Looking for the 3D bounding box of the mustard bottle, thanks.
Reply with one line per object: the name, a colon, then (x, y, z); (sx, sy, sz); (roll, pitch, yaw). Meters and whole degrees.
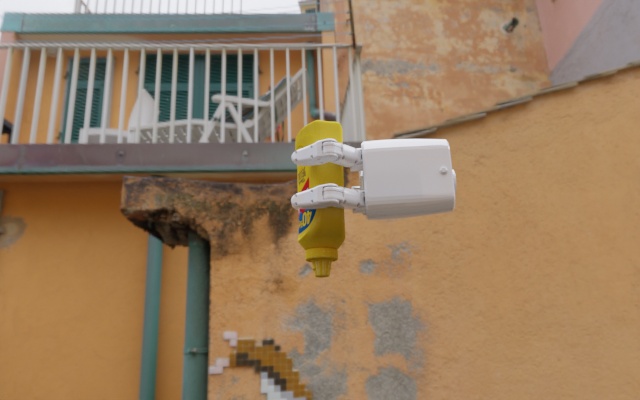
mustard bottle: (0.000, 0.002, 0.613); (0.058, 0.191, 0.096); (4, -17, -19)
